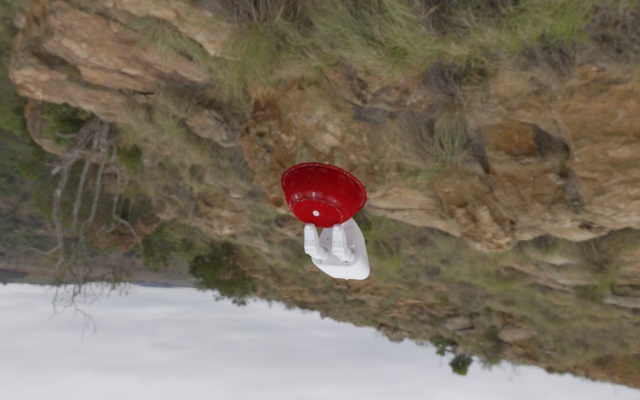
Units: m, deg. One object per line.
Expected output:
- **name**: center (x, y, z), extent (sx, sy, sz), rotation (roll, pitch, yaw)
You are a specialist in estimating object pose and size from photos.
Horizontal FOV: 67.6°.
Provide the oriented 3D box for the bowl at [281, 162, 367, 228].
- **bowl**: center (-0.001, 0.002, 0.860), extent (0.162, 0.055, 0.162), rotation (10, -34, 7)
